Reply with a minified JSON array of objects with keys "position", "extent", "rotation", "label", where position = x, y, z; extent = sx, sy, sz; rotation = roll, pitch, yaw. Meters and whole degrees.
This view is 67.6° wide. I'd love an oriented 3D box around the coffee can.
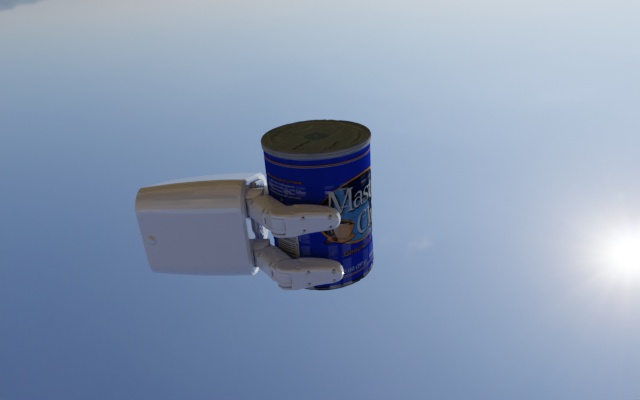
[{"position":[0.000,0.001,0.472],"extent":[0.103,0.140,0.102],"rotation":[-3,25,2],"label":"coffee can"}]
